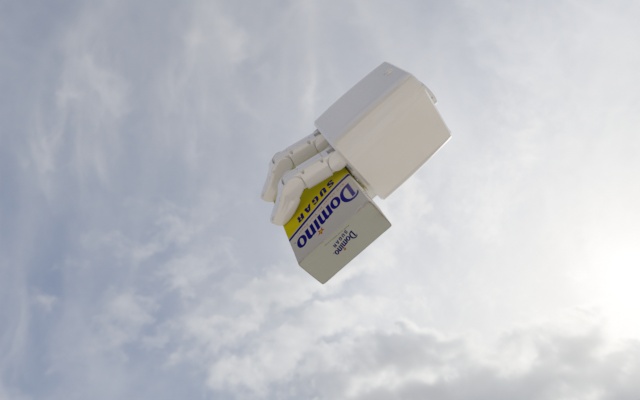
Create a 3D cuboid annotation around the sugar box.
[{"bbox_3d":[0.000,0.001,0.522,0.048,0.093,0.176,44,7,-29],"label":"sugar box"}]
